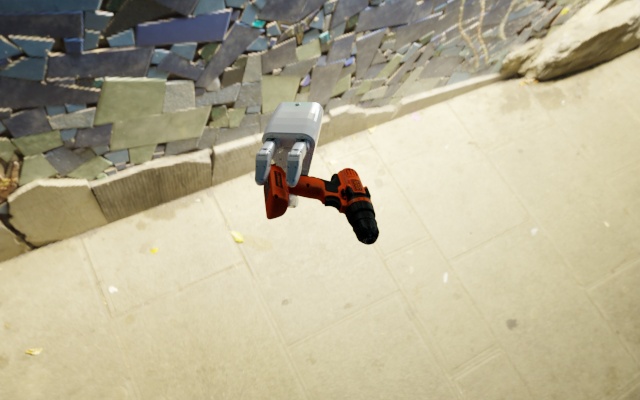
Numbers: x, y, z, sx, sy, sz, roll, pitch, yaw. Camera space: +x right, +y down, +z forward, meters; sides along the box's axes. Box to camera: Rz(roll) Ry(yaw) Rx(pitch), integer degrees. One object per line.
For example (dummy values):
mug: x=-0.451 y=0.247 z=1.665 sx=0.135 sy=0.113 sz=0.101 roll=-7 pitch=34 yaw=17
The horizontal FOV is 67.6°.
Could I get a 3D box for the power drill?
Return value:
power drill: x=0.000 y=0.002 z=0.819 sx=0.187 sy=0.057 sz=0.184 roll=7 pitch=35 yaw=-18
